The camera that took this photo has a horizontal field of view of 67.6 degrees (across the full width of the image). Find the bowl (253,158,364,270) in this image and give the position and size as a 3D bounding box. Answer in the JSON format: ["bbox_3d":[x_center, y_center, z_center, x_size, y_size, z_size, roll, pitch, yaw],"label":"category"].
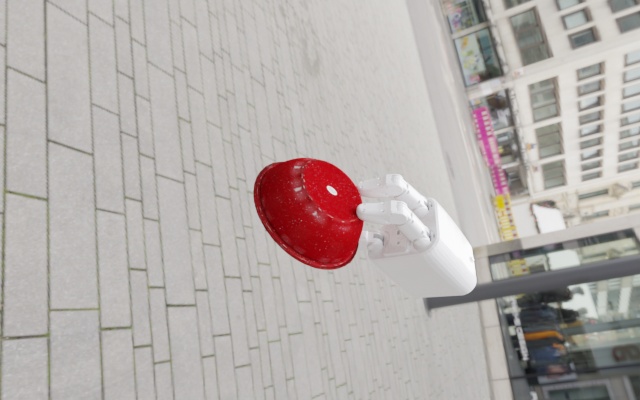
[{"bbox_3d":[-0.001,0.001,0.588,0.162,0.162,0.055,0,-34,-44],"label":"bowl"}]
